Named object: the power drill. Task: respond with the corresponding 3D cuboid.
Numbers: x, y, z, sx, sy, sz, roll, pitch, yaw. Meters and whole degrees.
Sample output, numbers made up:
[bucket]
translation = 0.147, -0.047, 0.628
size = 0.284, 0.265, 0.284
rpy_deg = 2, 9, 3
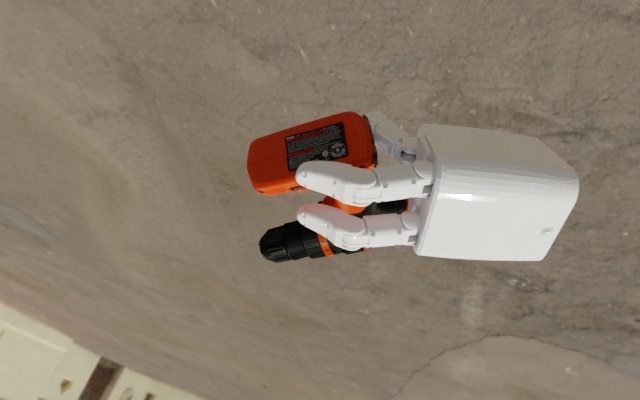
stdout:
[power drill]
translation = 0.000, 0.001, 0.464
size = 0.184, 0.057, 0.188
rpy_deg = -16, -28, 10
